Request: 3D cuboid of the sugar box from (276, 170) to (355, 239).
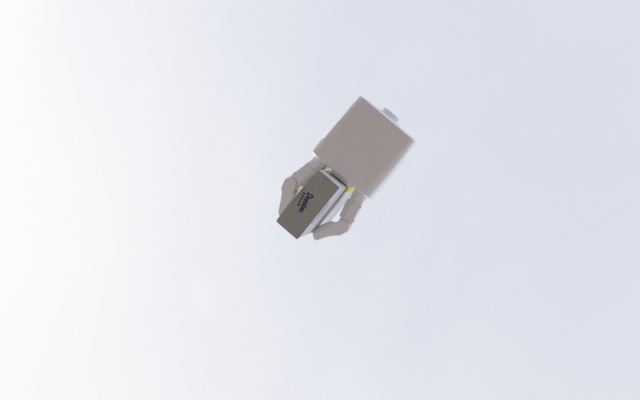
[{"bbox_3d":[0.000,0.002,0.707,0.048,0.093,0.176,41,9,10],"label":"sugar box"}]
